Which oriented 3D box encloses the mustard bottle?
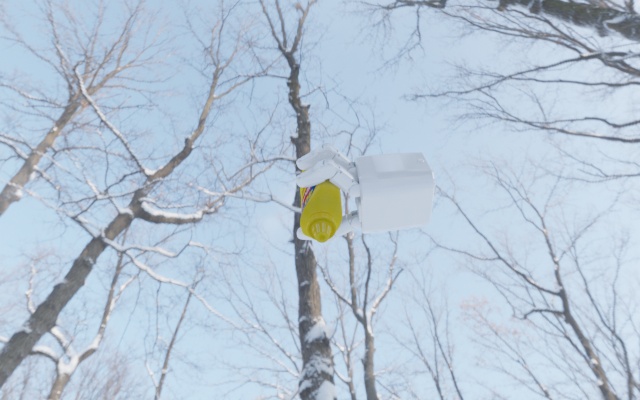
[{"bbox_3d":[0.000,0.002,0.717,0.058,0.096,0.191,16,28,-11],"label":"mustard bottle"}]
